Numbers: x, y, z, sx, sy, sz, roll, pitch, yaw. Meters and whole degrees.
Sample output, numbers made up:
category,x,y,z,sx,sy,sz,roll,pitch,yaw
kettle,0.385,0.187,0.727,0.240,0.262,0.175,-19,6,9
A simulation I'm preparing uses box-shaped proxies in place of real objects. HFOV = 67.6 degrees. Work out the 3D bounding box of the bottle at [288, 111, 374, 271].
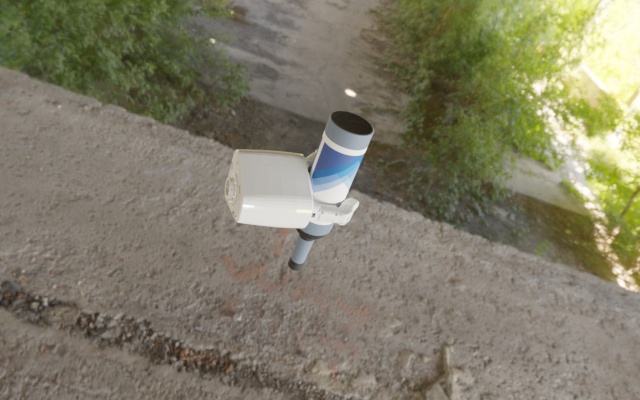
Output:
category,x,y,z,sx,sy,sz,roll,pitch,yaw
bottle,0.000,0.002,0.758,0.069,0.296,0.069,14,36,-11
